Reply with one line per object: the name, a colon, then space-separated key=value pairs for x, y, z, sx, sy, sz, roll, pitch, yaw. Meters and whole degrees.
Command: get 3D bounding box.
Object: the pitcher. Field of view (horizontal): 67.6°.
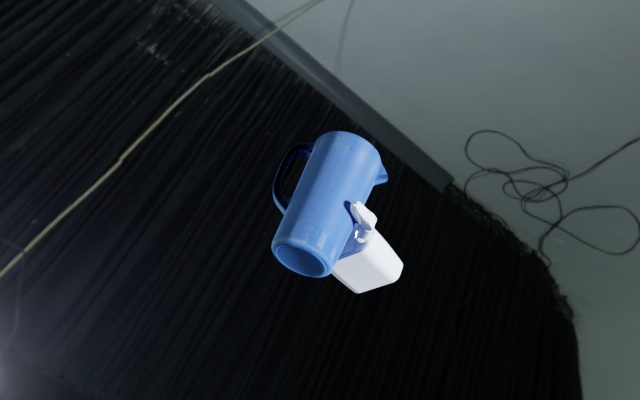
pitcher: x=0.000 y=0.003 z=0.829 sx=0.149 sy=0.242 sz=0.145 roll=-12 pitch=-48 yaw=42
